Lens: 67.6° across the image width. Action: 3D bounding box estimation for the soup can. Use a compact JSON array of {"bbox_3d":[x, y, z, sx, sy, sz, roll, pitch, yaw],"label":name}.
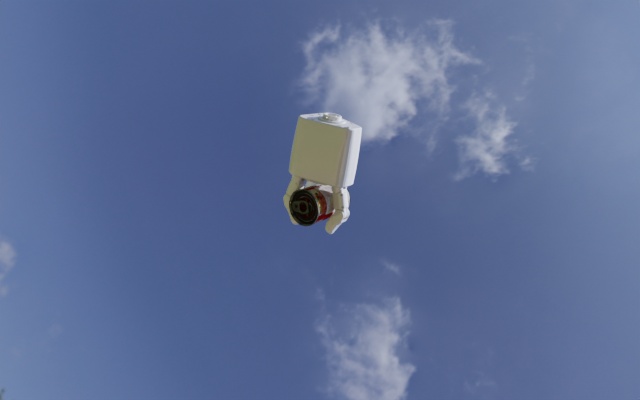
[{"bbox_3d":[0.000,0.003,0.882,0.068,0.068,0.102,0,11,38],"label":"soup can"}]
